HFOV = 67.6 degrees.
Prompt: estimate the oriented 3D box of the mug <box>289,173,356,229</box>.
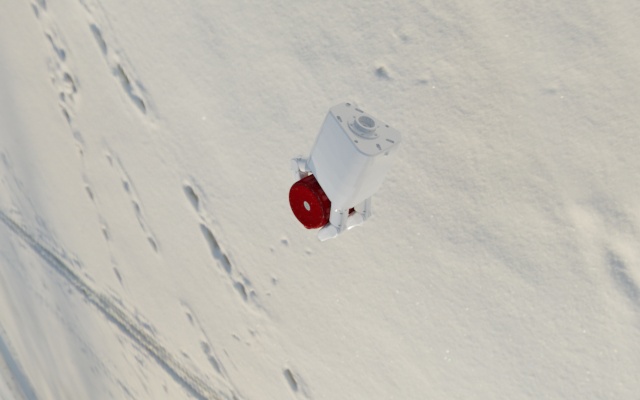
[{"bbox_3d":[0.000,0.004,0.774,0.081,0.117,0.093,-28,62,-39],"label":"mug"}]
